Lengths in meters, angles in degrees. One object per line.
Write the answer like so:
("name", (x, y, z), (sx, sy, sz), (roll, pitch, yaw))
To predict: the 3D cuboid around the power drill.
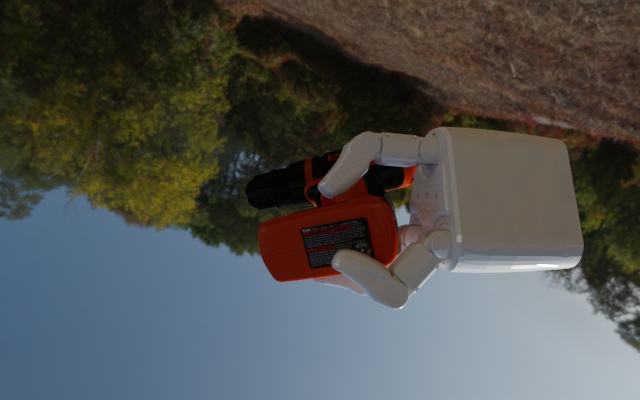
("power drill", (0.000, 0.002, 0.440), (0.184, 0.057, 0.187), (-13, 21, 12))
